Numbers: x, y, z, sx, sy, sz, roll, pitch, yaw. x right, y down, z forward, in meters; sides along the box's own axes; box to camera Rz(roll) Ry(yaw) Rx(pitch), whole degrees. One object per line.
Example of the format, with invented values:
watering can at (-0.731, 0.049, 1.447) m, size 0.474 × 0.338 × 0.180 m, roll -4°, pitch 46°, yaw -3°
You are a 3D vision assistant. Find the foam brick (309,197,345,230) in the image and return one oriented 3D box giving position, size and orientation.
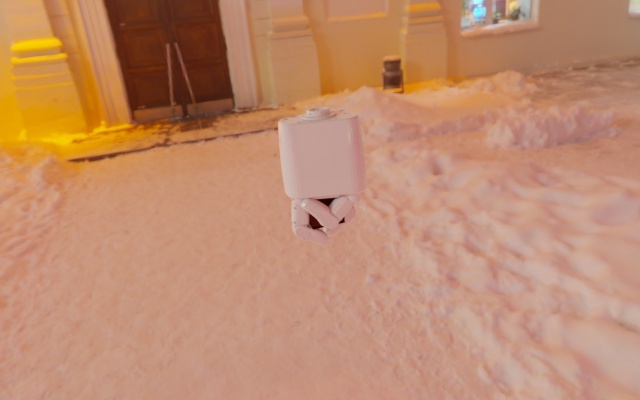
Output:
foam brick at (0.000, 0.002, 0.723) m, size 0.053 × 0.051 × 0.078 m, roll -12°, pitch 21°, yaw -13°
